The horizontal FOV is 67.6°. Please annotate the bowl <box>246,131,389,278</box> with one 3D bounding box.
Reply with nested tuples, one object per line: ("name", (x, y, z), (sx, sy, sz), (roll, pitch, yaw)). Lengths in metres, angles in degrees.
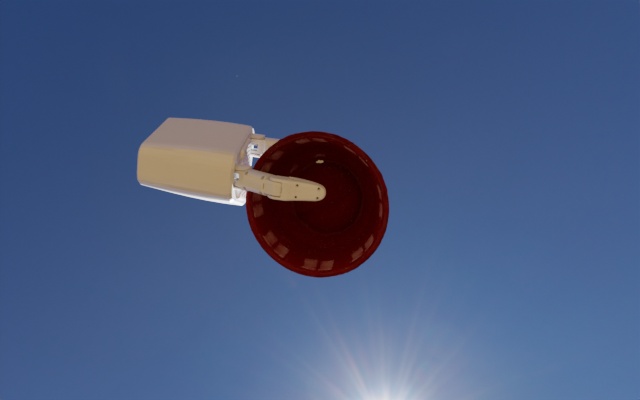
("bowl", (0.001, 0.002, 0.540), (0.162, 0.162, 0.055), (0, 11, 15))
